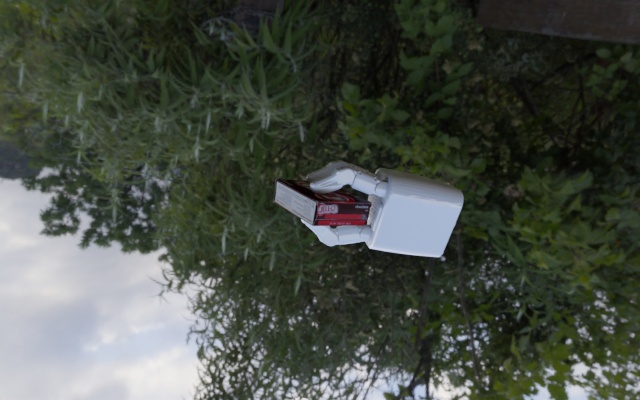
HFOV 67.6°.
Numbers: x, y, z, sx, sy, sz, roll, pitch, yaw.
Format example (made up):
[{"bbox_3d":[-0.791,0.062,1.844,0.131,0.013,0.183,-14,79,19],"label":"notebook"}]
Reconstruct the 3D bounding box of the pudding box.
[{"bbox_3d":[0.000,0.002,0.655,0.090,0.039,0.113,3,13,-35],"label":"pudding box"}]
